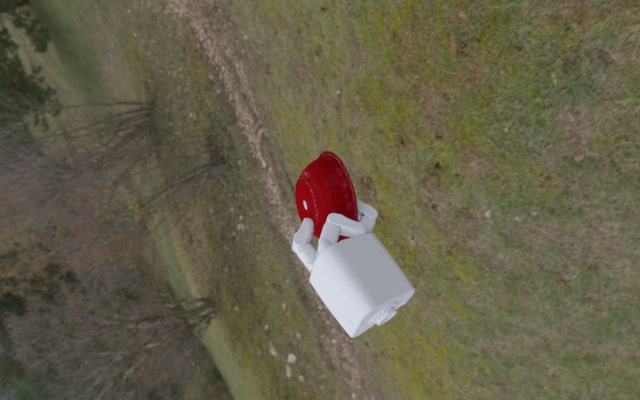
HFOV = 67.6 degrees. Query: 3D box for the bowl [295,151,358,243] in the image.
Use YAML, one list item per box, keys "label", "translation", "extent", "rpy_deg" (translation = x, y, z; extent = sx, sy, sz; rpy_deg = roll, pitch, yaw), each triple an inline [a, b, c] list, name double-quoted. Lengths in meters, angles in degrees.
- label: "bowl"
  translation: [-0.001, 0.002, 0.782]
  extent: [0.055, 0.162, 0.162]
  rpy_deg: [-12, 4, -21]
